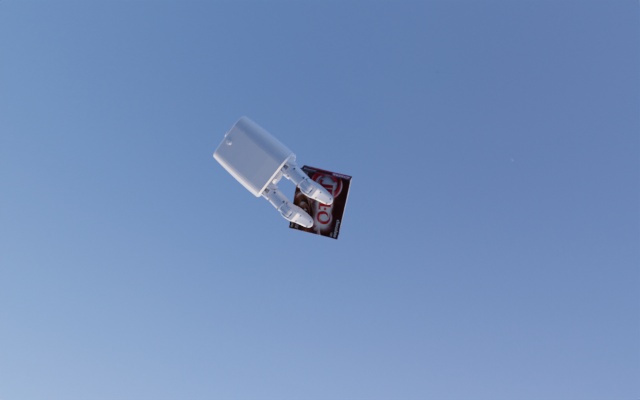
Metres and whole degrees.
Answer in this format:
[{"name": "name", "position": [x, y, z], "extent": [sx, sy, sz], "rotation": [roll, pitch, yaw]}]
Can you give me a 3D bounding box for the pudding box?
[{"name": "pudding box", "position": [0.000, 0.003, 0.833], "extent": [0.090, 0.113, 0.039], "rotation": [13, 19, 7]}]
